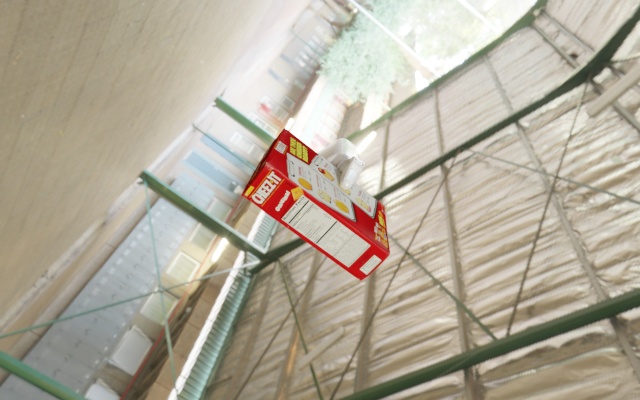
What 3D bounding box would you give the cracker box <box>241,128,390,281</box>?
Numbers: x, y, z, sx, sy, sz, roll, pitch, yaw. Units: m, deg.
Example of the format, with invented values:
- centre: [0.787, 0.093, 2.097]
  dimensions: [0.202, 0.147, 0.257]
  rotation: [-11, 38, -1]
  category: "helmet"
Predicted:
- centre: [0.000, 0.002, 0.716]
  dimensions: [0.214, 0.072, 0.164]
  rotation: [36, 22, -11]
  category: "cracker box"
